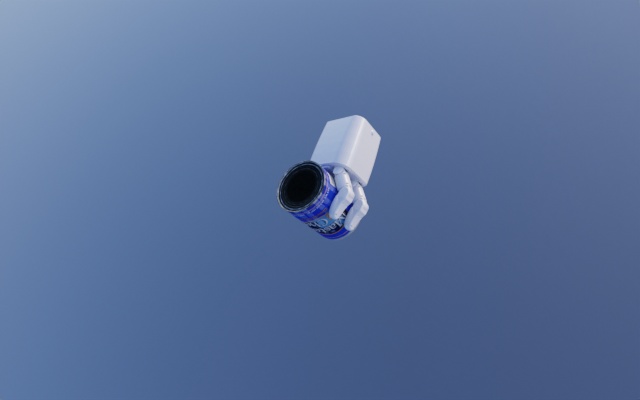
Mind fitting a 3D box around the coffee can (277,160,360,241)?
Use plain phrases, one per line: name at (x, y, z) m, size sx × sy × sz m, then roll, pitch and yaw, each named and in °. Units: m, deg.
coffee can at (0.000, 0.003, 0.893) m, size 0.103 × 0.102 × 0.140 m, roll 0°, pitch -24°, yaw 35°
